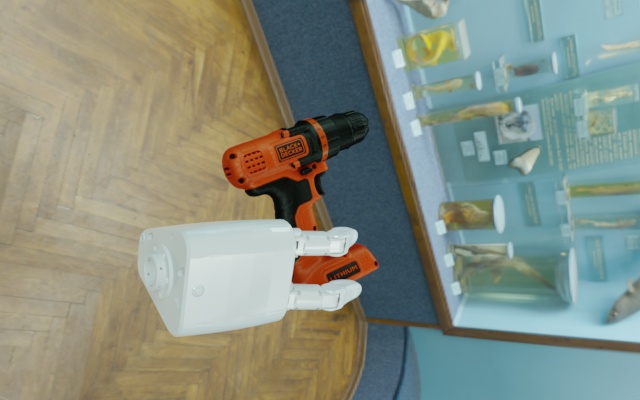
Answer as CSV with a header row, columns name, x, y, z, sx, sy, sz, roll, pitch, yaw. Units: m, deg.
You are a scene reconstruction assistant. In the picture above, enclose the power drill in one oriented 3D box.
name,x,y,z,sx,sy,sz,roll,pitch,yaw
power drill,0.000,0.002,0.539,0.184,0.187,0.057,-23,7,-26
